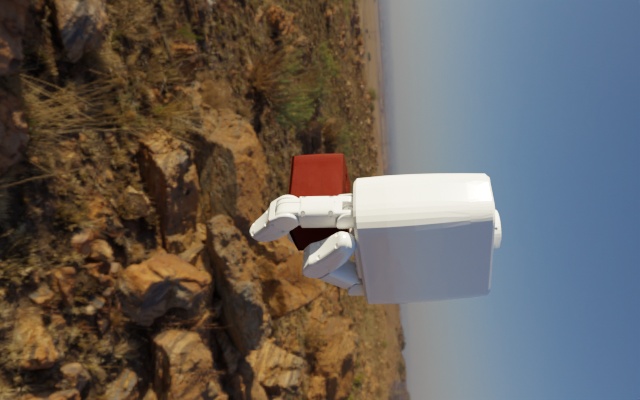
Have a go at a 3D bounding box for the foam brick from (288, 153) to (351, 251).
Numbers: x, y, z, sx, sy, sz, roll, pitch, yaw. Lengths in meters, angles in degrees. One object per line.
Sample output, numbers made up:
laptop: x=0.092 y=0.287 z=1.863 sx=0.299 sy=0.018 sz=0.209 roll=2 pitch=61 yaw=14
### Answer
foam brick: x=0.000 y=0.001 z=0.449 sx=0.051 sy=0.078 sz=0.053 roll=-5 pitch=-36 yaw=11
